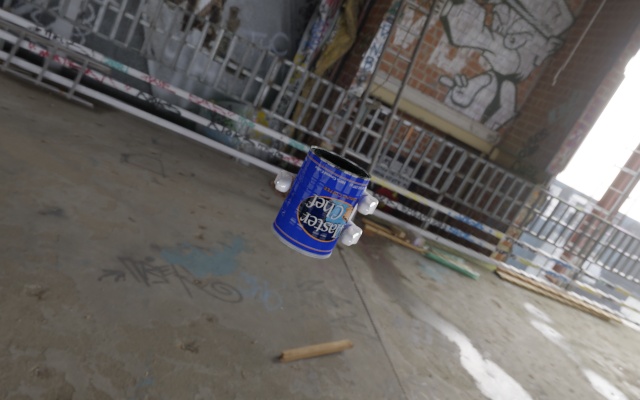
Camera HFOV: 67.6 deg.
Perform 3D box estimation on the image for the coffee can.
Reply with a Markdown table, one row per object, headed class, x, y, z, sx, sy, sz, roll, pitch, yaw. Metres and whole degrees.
| class | x | y | z | sx | sy | sz | roll | pitch | yaw |
| --- | --- | --- | --- | --- | --- | --- | --- | --- | --- |
| coffee can | 0.000 | 0.003 | 0.725 | 0.103 | 0.140 | 0.102 | 25 | 15 | -7 |
